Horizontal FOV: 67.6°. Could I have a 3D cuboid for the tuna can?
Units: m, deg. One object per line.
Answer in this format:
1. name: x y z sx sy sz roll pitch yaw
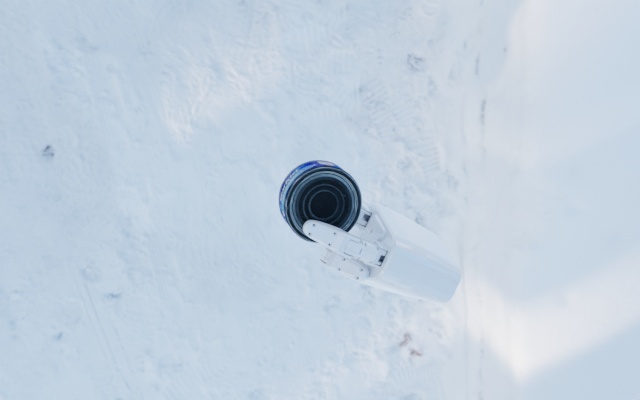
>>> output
1. tuna can: 0.000 0.002 0.509 0.086 0.086 0.033 0 14 -15
